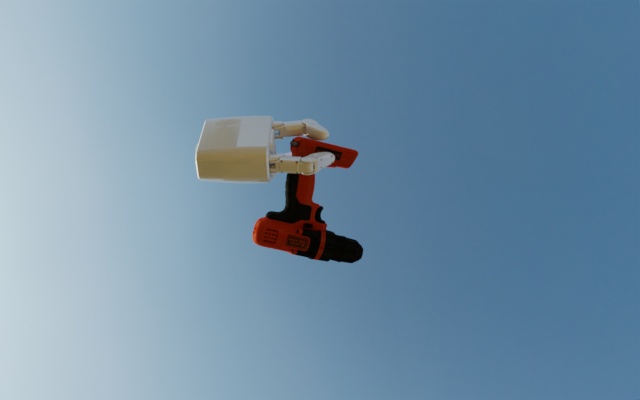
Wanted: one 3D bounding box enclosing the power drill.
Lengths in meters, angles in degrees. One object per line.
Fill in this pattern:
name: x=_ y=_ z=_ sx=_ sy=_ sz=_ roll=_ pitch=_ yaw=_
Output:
power drill: x=0.000 y=0.002 z=0.759 sx=0.184 sy=0.187 sz=0.057 roll=13 pitch=5 yaw=-17
